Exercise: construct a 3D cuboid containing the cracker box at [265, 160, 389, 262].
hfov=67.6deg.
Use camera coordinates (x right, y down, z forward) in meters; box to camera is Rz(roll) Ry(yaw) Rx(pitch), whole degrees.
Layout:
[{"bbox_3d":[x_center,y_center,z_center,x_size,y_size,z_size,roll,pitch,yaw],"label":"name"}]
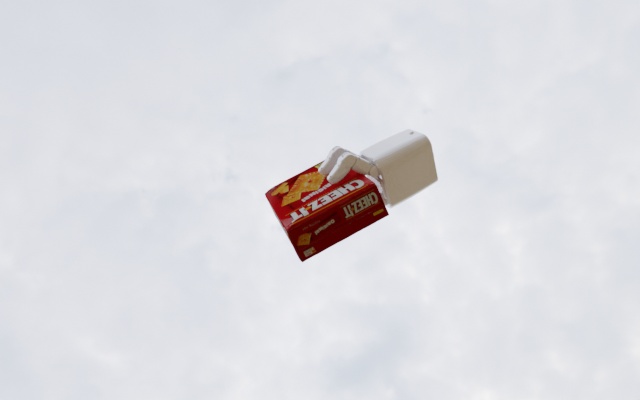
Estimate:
[{"bbox_3d":[0.000,0.003,0.848,0.164,0.072,0.213,-28,23,-6],"label":"cracker box"}]
